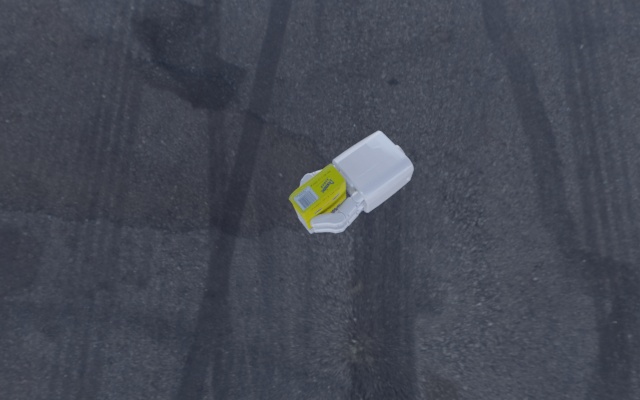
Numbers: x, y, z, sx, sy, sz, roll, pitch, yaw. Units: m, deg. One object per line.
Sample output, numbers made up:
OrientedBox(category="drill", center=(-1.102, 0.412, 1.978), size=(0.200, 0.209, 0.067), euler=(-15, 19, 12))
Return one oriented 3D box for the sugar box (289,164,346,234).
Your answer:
OrientedBox(category="sugar box", center=(0.001, 0.003, 0.861), size=(0.093, 0.048, 0.176), euler=(-38, -16, -6))
